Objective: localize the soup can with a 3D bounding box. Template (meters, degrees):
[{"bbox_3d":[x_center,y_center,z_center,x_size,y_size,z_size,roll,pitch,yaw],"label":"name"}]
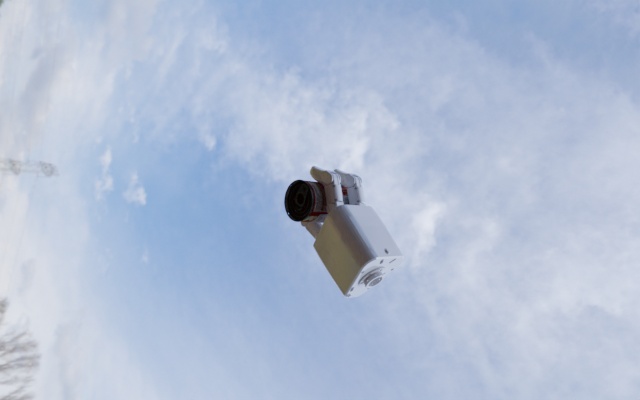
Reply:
[{"bbox_3d":[0.000,0.002,0.795,0.102,0.068,0.068,4,-3,-44],"label":"soup can"}]
